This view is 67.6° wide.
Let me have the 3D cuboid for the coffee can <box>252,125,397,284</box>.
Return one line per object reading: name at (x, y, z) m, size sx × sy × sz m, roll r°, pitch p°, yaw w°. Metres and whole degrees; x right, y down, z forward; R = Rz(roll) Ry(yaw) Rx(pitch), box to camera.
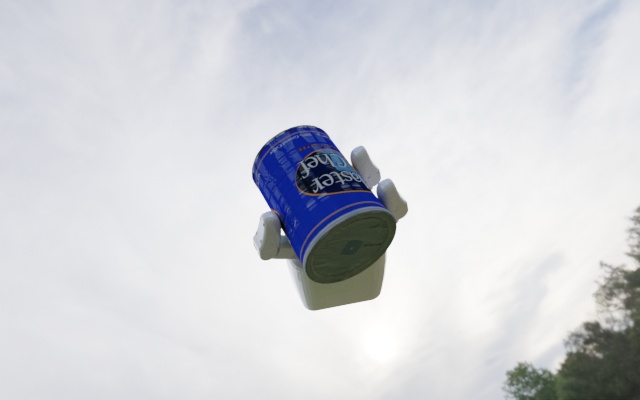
coffee can at (0.000, 0.002, 0.507) m, size 0.103 × 0.103 × 0.140 m, roll 0°, pitch 42°, yaw -37°
